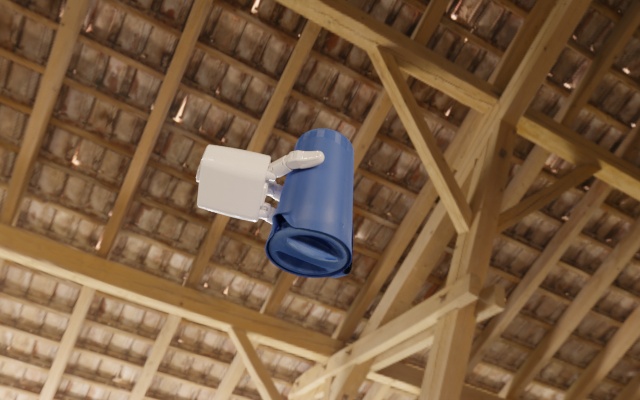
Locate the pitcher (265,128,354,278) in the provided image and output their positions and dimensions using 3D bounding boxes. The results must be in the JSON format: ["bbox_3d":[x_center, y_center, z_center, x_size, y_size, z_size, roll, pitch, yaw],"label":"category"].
[{"bbox_3d":[0.000,0.003,0.802,0.145,0.242,0.149,11,-40,-2],"label":"pitcher"}]
